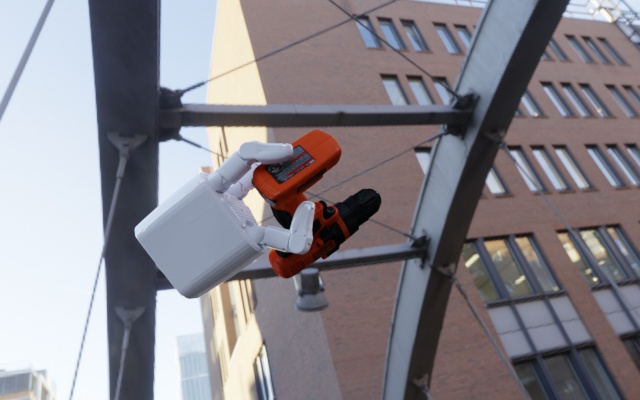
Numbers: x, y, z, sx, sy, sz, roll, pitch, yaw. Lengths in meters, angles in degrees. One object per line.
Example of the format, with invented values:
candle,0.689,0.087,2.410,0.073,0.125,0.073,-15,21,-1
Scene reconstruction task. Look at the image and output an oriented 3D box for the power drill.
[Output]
power drill,0.000,0.002,0.611,0.184,0.188,0.057,-36,53,-16
